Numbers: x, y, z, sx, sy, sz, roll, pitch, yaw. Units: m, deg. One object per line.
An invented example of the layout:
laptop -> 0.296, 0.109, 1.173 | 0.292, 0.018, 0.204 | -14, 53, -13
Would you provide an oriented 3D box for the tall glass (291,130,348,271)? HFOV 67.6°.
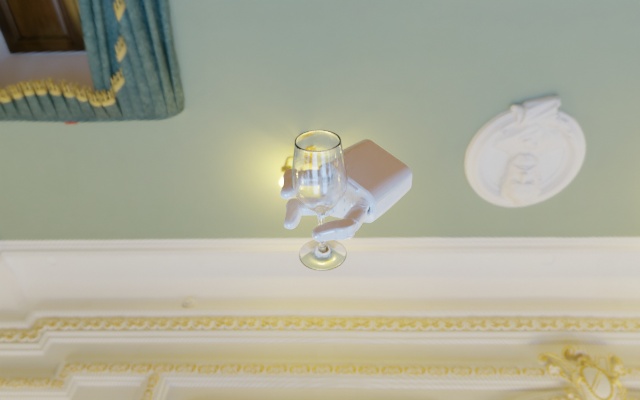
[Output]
tall glass -> 0.000, 0.003, 0.684 | 0.079, 0.201, 0.079 | -2, 35, 1
